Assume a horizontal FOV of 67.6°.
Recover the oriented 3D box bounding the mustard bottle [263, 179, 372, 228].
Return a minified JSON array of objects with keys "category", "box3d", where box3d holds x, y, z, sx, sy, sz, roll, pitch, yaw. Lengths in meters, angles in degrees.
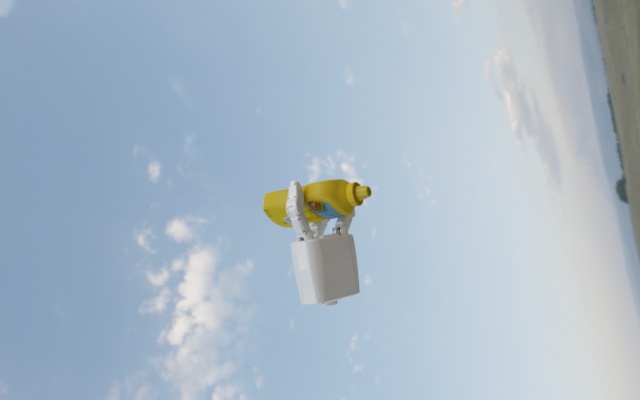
[{"category":"mustard bottle","box3d":[0.000,0.002,0.831,0.191,0.058,0.096,-12,-30,32]}]
